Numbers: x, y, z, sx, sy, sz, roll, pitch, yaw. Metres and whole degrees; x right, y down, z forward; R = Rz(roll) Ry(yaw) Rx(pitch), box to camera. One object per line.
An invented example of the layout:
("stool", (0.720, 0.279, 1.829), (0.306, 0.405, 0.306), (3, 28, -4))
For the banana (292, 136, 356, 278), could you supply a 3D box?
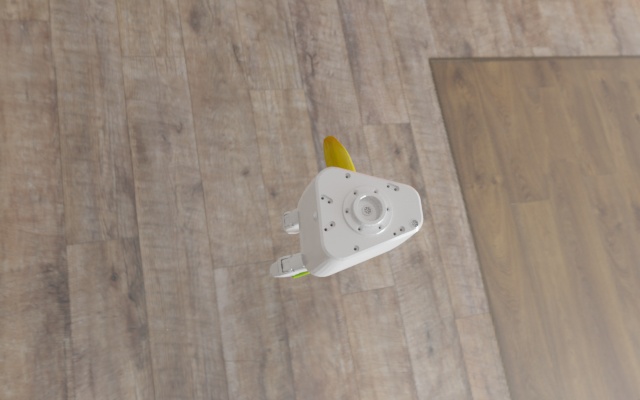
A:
("banana", (0.017, 0.010, 0.621), (0.069, 0.197, 0.037), (14, -15, 0))
